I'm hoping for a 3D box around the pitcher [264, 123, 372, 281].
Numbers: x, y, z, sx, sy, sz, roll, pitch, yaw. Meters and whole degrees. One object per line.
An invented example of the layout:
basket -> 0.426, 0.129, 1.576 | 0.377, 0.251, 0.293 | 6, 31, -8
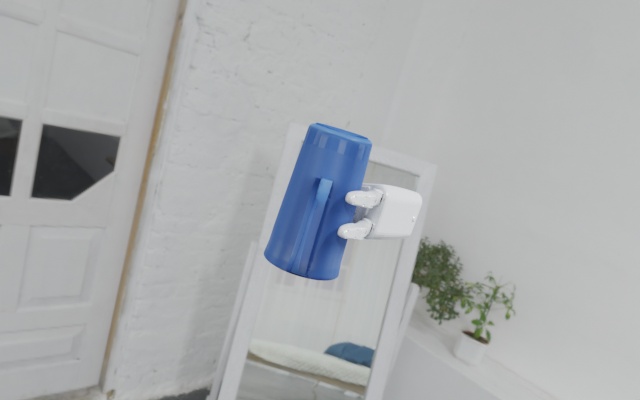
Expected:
pitcher -> 0.000, 0.003, 0.784 | 0.145, 0.243, 0.149 | 7, 15, -42
